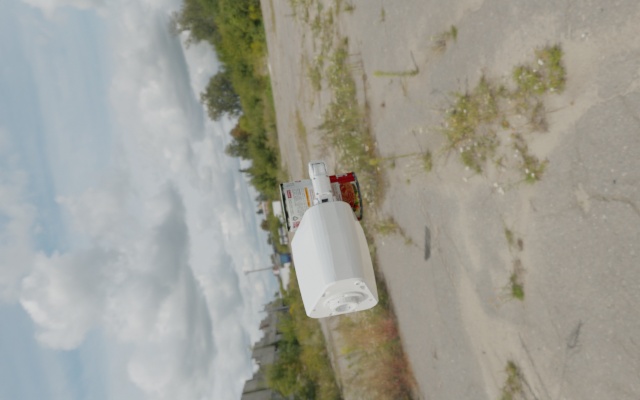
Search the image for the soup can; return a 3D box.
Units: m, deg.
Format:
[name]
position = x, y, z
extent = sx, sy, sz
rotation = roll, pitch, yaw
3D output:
[soup can]
position = 0.000, 0.002, 0.646
extent = 0.102, 0.068, 0.068
rotation = -9, 1, -5
